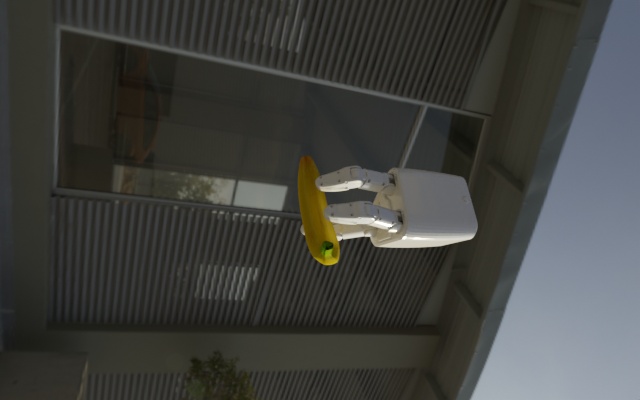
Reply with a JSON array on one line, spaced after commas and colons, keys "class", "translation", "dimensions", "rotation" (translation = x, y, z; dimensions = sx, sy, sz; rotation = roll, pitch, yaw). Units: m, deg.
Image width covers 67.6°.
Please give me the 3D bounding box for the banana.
[{"class": "banana", "translation": [-0.002, 0.019, 0.613], "dimensions": [0.037, 0.070, 0.197], "rotation": [1, 36, -14]}]
